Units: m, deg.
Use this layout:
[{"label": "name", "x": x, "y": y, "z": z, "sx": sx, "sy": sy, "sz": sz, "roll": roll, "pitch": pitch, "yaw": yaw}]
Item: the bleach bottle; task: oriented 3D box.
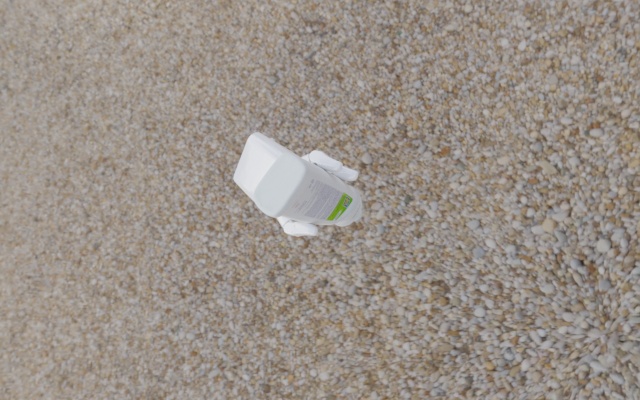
[{"label": "bleach bottle", "x": 0.000, "y": 0.003, "z": 0.816, "sx": 0.068, "sy": 0.102, "sz": 0.251, "roll": 41, "pitch": 9, "yaw": 33}]
